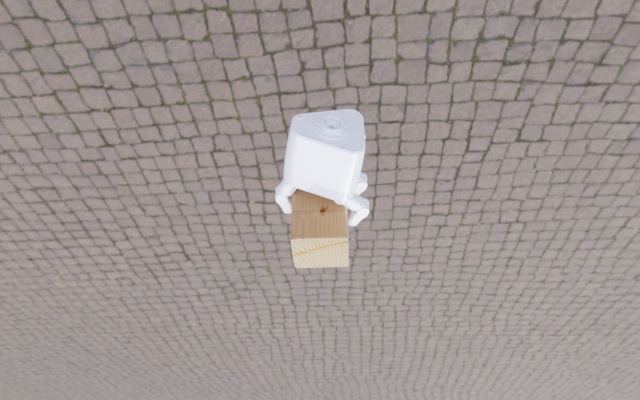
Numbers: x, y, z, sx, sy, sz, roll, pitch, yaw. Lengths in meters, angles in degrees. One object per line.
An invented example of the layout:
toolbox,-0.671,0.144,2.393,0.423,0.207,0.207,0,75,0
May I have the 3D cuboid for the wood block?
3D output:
wood block,0.000,0.003,0.814,0.091,0.206,0.090,-1,-38,2
